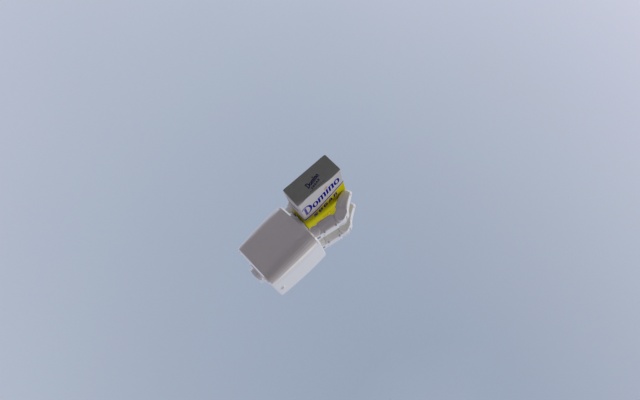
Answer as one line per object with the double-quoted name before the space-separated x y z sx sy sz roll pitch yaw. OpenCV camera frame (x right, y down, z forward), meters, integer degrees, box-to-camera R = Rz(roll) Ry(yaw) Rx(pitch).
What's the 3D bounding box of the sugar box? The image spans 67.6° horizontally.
"sugar box" 0.000 0.003 0.826 0.093 0.048 0.176 -41 -22 -8
